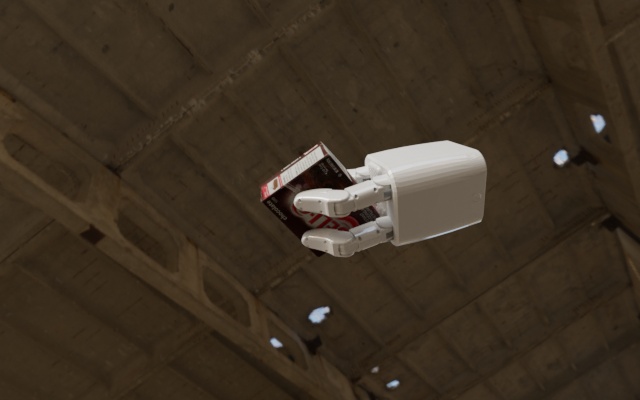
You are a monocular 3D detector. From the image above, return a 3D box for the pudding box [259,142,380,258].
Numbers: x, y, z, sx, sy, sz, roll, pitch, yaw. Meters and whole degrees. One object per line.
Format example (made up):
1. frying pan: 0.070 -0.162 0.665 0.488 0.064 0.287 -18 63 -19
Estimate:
1. pudding box: 0.000 0.002 0.540 0.090 0.113 0.039 -35 32 11
